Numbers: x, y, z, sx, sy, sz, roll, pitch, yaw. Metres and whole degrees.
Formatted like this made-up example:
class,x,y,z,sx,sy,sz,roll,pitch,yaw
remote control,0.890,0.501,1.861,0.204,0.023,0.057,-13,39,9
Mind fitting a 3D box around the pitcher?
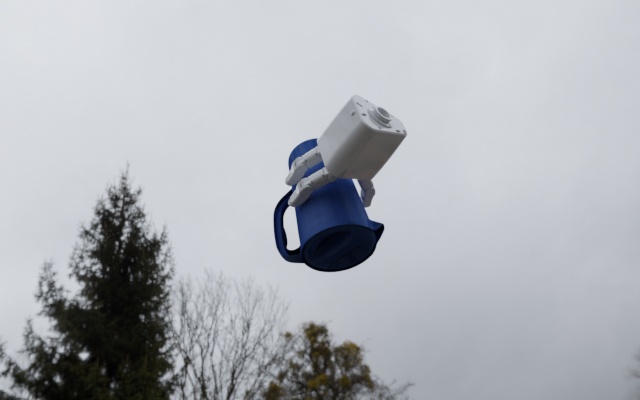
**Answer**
class,x,y,z,sx,sy,sz,roll,pitch,yaw
pitcher,0.000,0.003,0.877,0.149,0.242,0.145,13,-49,-29
